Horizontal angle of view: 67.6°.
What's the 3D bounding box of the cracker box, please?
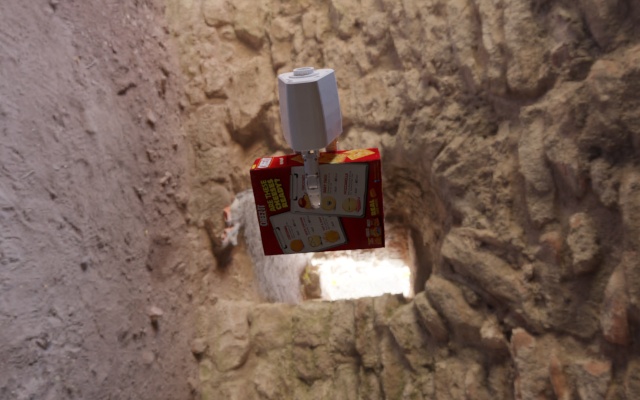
[{"bbox_3d":[0.000,0.003,0.822,0.214,0.164,0.072,-4,23,5],"label":"cracker box"}]
